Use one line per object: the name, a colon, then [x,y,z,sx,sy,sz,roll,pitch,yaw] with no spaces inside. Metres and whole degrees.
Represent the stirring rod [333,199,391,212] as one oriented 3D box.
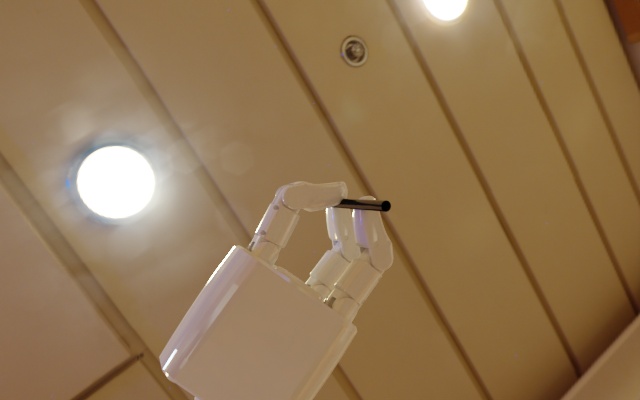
stirring rod: [0.000,0.001,0.445,0.011,0.011,0.239,0,1,-22]
